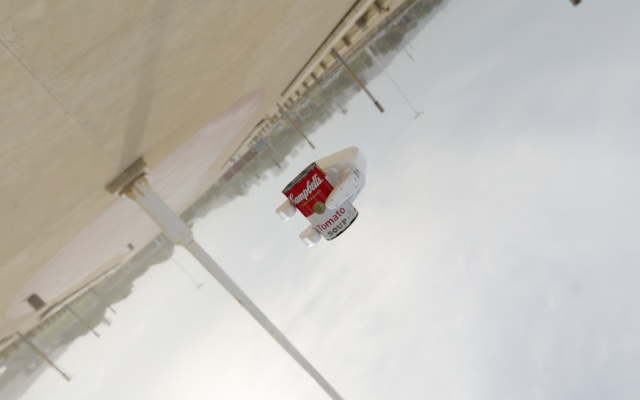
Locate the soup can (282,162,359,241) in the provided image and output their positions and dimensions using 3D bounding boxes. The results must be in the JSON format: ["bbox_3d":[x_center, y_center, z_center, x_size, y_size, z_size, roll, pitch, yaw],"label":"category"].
[{"bbox_3d":[0.000,0.003,0.716,0.068,0.102,0.068,-41,9,8],"label":"soup can"}]
